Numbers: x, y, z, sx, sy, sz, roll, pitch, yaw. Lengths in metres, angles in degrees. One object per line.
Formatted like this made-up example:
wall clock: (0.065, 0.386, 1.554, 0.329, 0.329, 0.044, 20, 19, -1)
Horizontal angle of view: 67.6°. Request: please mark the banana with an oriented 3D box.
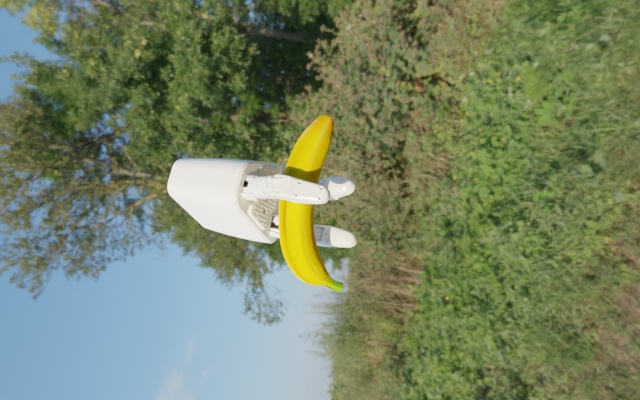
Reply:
banana: (-0.014, 0.007, 0.517, 0.069, 0.198, 0.037, -8, 9, -39)
